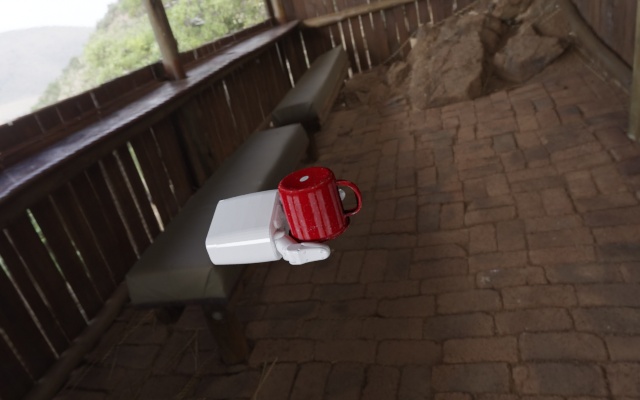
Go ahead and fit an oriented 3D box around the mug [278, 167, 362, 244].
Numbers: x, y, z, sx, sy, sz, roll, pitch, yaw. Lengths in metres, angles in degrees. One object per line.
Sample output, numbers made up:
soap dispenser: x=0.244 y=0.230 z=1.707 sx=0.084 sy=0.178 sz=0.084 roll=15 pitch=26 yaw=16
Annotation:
mug: x=0.001 y=0.002 z=0.675 sx=0.117 sy=0.081 sz=0.093 roll=-9 pitch=26 yaw=13
